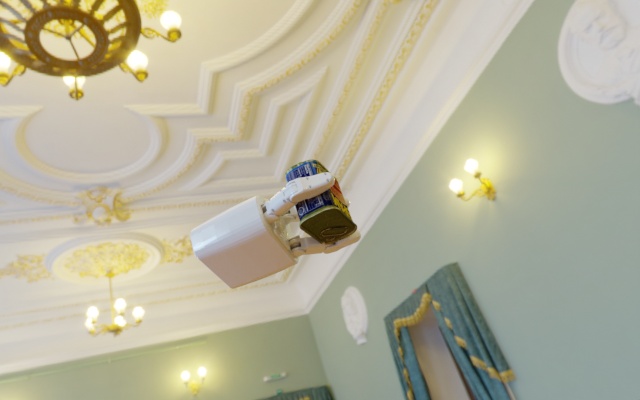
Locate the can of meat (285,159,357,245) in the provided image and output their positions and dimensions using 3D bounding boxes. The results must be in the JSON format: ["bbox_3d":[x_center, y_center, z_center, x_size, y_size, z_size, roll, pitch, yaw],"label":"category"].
[{"bbox_3d":[0.000,0.002,0.650,0.057,0.084,0.102,-27,-30,13],"label":"can of meat"}]
